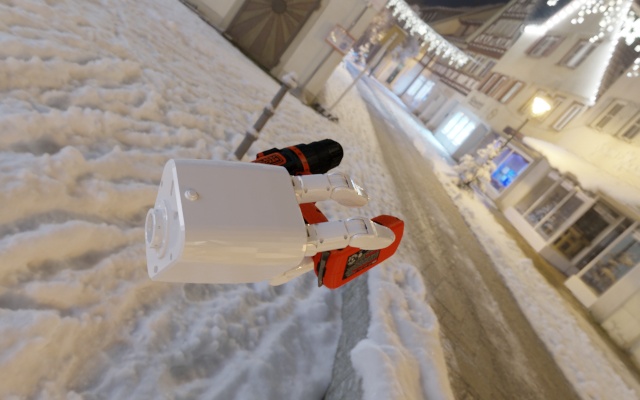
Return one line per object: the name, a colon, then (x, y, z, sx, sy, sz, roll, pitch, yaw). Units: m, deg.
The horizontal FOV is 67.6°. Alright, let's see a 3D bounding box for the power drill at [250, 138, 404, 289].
power drill: (0.000, 0.002, 0.535, 0.184, 0.057, 0.187, -25, 49, -34)
